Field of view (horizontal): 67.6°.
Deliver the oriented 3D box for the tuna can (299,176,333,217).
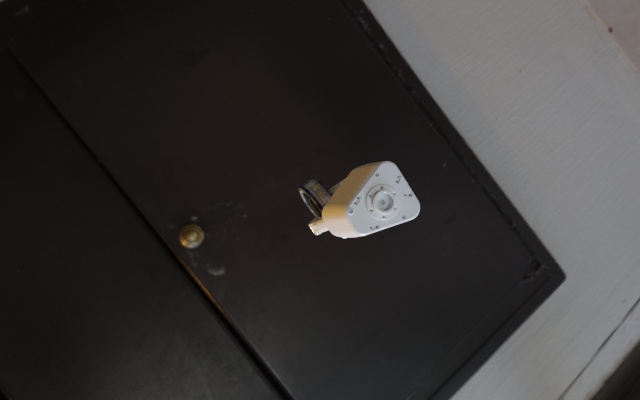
[{"bbox_3d":[0.000,0.003,0.822,0.033,0.086,0.086,-37,8,-11],"label":"tuna can"}]
